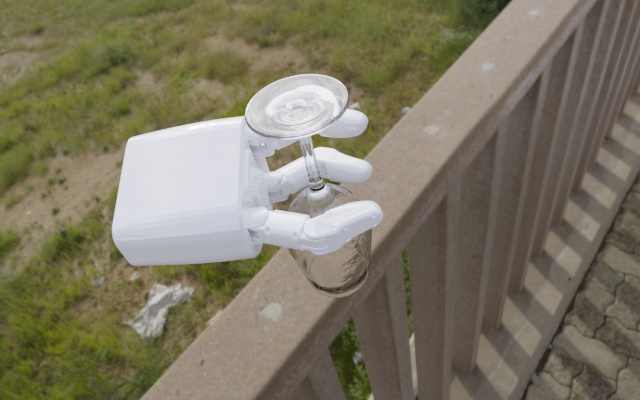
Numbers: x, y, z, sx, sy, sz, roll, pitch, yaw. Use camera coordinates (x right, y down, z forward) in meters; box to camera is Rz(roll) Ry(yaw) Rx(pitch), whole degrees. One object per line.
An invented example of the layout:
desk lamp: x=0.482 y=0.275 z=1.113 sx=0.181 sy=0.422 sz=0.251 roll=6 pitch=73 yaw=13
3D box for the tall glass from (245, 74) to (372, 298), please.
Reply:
tall glass: x=0.000 y=0.001 z=0.400 sx=0.079 sy=0.079 sz=0.201 roll=0 pitch=-43 yaw=14
